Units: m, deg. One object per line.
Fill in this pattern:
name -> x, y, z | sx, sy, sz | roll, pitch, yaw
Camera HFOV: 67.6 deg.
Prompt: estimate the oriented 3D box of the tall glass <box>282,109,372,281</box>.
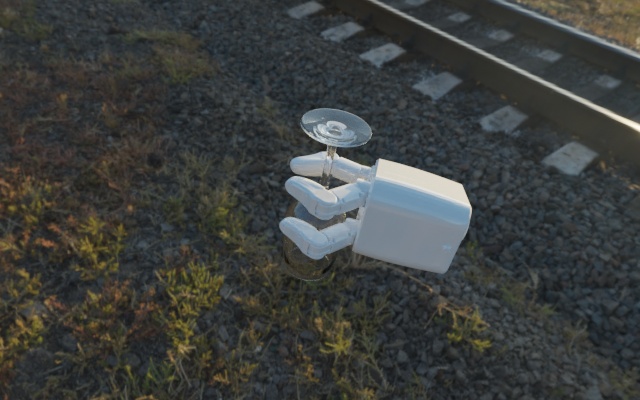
tall glass -> 0.000, 0.001, 0.547 | 0.079, 0.201, 0.079 | 8, 37, -6
